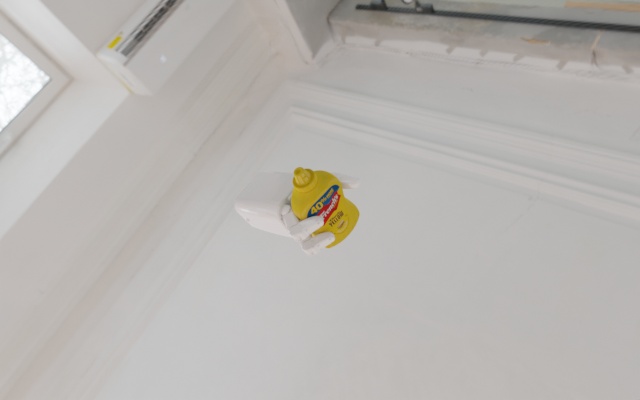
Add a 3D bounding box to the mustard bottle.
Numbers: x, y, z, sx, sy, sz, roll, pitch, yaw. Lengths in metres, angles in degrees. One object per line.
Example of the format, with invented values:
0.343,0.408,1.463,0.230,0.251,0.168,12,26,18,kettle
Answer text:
0.000,0.003,0.833,0.058,0.096,0.192,38,-10,39,mustard bottle
